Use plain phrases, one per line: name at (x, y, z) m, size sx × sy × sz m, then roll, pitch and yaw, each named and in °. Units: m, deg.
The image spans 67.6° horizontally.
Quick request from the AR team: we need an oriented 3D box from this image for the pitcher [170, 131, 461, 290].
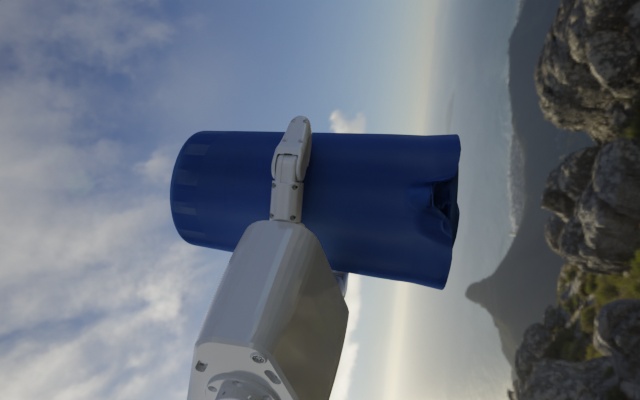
pitcher at (0.000, 0.002, 0.439) m, size 0.243 × 0.149 × 0.145 m, roll 6°, pitch 39°, yaw 10°
